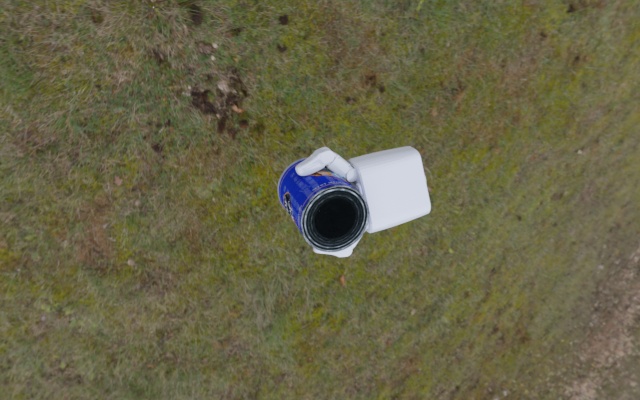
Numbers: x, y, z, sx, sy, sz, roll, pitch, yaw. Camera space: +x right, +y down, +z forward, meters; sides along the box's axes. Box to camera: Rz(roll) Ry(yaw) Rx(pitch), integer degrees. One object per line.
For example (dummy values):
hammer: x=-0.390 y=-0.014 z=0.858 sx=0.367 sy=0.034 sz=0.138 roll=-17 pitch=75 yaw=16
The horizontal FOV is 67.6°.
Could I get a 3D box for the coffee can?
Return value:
coffee can: x=0.000 y=0.002 z=0.728 sx=0.103 sy=0.103 sz=0.140 roll=0 pitch=21 yaw=-19
